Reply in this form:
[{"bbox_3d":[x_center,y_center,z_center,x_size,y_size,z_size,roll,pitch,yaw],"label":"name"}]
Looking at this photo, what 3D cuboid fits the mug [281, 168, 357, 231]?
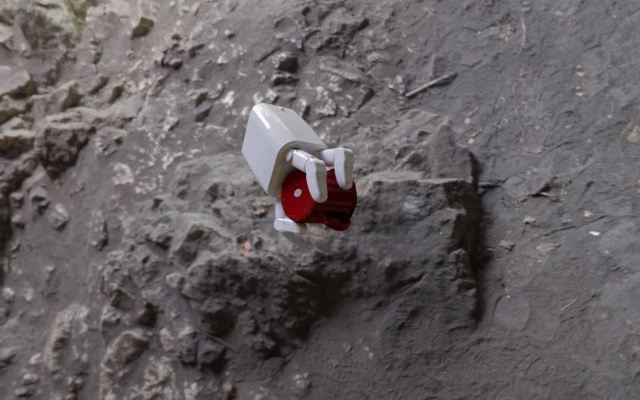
[{"bbox_3d":[0.001,0.003,0.712,0.081,0.093,0.117,4,42,-45],"label":"mug"}]
